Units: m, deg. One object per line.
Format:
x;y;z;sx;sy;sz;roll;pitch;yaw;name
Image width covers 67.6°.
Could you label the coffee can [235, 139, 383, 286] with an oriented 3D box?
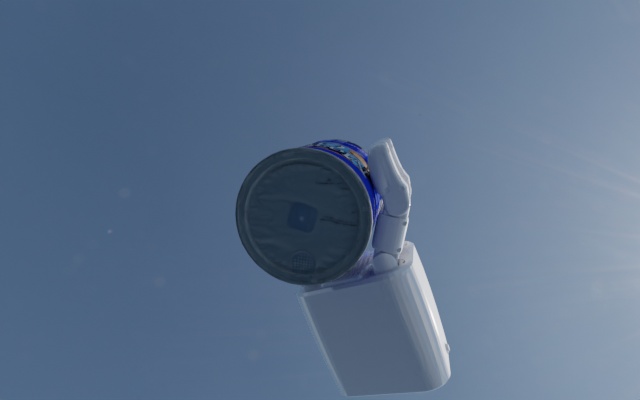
0.000;0.001;0.413;0.103;0.103;0.140;0;10;12;coffee can
